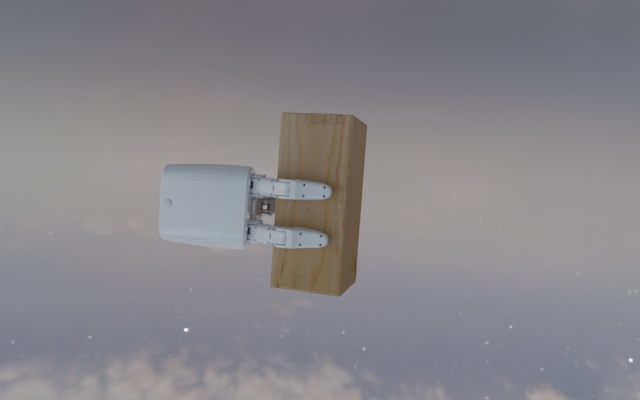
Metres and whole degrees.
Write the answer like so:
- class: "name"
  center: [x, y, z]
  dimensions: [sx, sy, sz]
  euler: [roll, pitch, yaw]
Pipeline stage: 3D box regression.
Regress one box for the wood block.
- class: "wood block"
  center: [0.000, 0.002, 0.591]
  dimensions: [0.090, 0.206, 0.091]
  euler: [5, 3, 15]
